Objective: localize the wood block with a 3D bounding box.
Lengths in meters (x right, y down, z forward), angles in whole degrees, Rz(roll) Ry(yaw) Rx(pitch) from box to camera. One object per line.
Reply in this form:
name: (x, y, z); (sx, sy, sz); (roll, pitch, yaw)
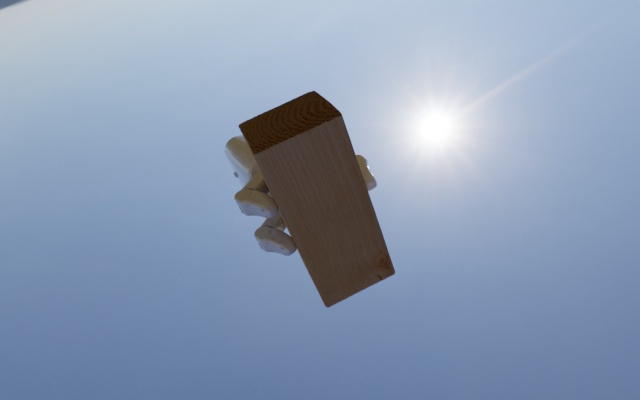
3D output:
wood block: (0.000, 0.001, 0.518); (0.091, 0.206, 0.090); (-26, 33, -6)
